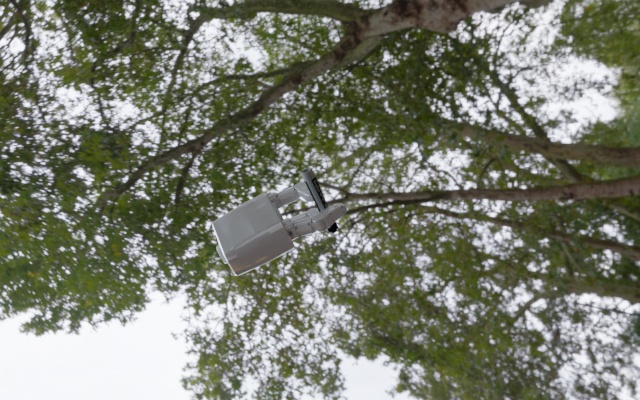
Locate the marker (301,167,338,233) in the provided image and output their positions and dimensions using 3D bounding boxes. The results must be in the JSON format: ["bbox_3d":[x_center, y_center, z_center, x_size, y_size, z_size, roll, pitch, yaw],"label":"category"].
[{"bbox_3d":[0.000,0.002,0.766,0.020,0.121,0.020,-20,26,10],"label":"marker"}]
